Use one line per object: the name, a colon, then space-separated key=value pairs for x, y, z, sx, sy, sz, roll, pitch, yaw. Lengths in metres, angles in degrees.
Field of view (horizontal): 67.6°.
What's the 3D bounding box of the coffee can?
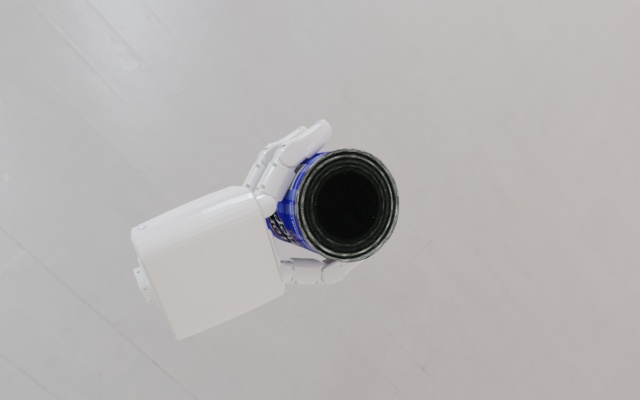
coffee can: x=0.000 y=0.002 z=0.487 sx=0.103 sy=0.103 sz=0.140 roll=0 pitch=2 yaw=-22
